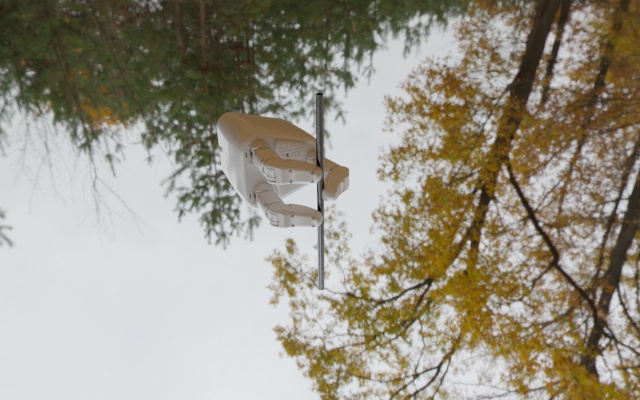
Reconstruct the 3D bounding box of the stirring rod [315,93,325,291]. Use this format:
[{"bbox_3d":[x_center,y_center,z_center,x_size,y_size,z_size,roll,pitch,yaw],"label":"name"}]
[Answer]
[{"bbox_3d":[0.000,0.002,0.522,0.011,0.240,0.011,0,29,0],"label":"stirring rod"}]
